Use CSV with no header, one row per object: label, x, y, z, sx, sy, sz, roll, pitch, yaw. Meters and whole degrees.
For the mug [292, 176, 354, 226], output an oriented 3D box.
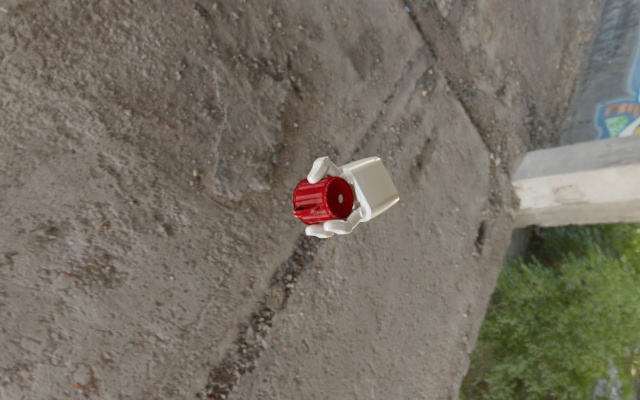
mug,-0.001,0.003,0.887,0.081,0.093,0.117,-7,14,46
